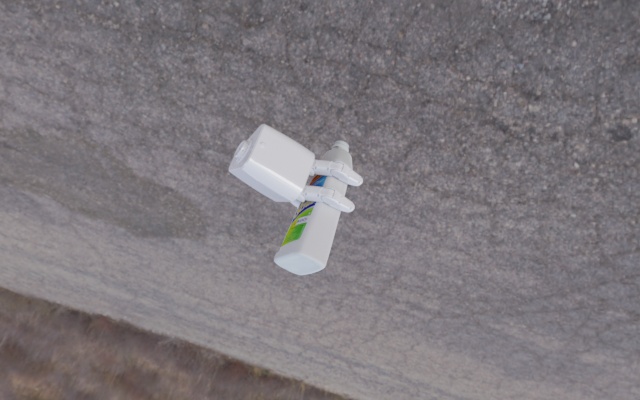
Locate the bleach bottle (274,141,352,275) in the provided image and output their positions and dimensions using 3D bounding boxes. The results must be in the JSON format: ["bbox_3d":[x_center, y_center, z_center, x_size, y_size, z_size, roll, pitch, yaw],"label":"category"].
[{"bbox_3d":[0.000,0.003,0.850,0.068,0.250,0.102,31,-30,-22],"label":"bleach bottle"}]
